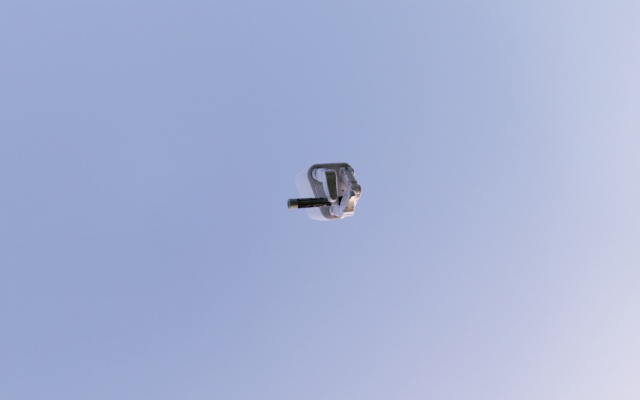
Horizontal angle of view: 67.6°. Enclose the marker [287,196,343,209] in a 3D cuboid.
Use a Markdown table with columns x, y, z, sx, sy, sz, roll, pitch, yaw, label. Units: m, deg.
| x | y | z | sx | sy | sz | roll | pitch | yaw | label |
| --- | --- | --- | --- | --- | --- | --- | --- | --- | --- |
| 0.000 | 0.003 | 0.863 | 0.121 | 0.020 | 0.020 | -4 | 1 | -19 | marker |
